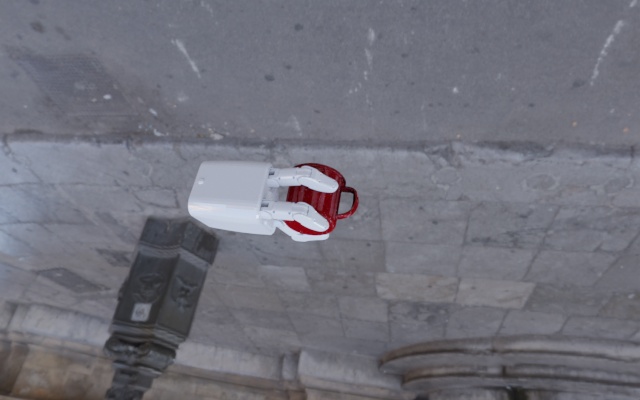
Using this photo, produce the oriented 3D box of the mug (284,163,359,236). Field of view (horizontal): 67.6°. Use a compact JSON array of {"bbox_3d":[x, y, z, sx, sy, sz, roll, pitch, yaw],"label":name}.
[{"bbox_3d":[0.002,0.003,0.732,0.117,0.081,0.093,4,-30,11],"label":"mug"}]
